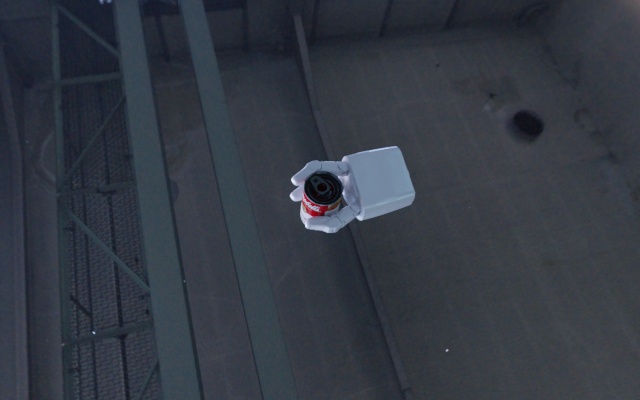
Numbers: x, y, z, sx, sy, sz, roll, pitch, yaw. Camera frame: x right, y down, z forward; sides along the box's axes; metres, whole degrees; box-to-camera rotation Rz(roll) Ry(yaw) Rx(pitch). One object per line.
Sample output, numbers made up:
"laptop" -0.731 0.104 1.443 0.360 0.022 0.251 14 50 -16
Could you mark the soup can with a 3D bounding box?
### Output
"soup can" 0.000 0.003 0.850 0.068 0.068 0.102 0 -29 -7
